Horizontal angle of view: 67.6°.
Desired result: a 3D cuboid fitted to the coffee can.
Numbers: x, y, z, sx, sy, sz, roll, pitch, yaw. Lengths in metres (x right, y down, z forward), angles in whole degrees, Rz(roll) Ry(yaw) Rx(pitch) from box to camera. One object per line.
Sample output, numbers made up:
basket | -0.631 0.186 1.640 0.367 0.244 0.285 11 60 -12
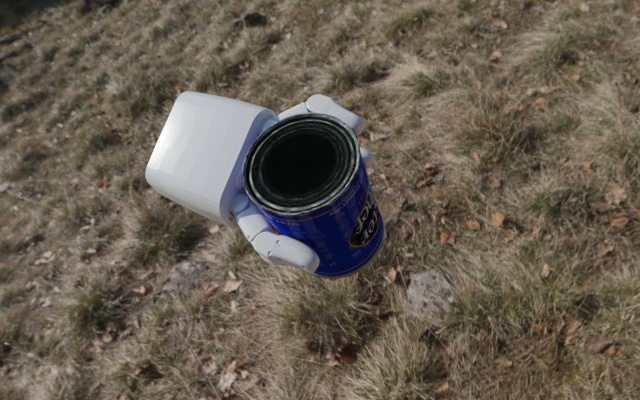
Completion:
coffee can | 0.000 0.002 0.452 0.103 0.102 0.140 0 -29 17
